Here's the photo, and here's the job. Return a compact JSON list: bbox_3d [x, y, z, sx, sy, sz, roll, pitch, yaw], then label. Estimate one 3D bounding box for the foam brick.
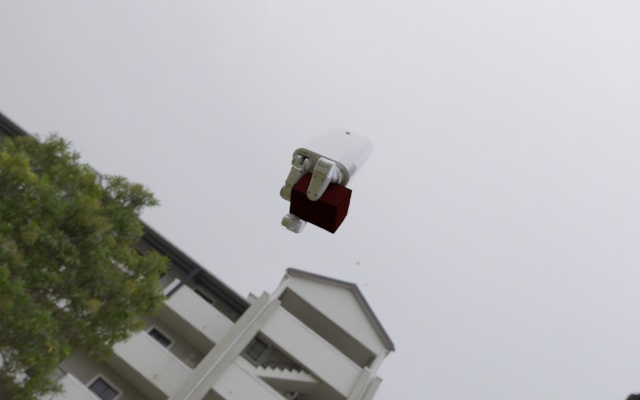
[{"bbox_3d":[0.000,0.003,0.703,0.078,0.053,0.051,24,41,18],"label":"foam brick"}]
